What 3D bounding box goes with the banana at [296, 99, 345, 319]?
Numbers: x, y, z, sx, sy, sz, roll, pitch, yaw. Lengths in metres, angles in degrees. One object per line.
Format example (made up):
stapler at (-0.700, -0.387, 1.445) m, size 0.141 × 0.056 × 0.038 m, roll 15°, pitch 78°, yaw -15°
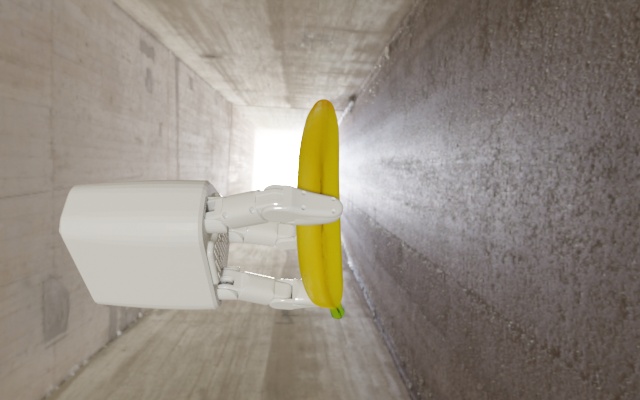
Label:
banana at (-0.001, 0.003, 0.401) m, size 0.037 × 0.198 × 0.069 m, roll -2°, pitch -6°, yaw 3°
